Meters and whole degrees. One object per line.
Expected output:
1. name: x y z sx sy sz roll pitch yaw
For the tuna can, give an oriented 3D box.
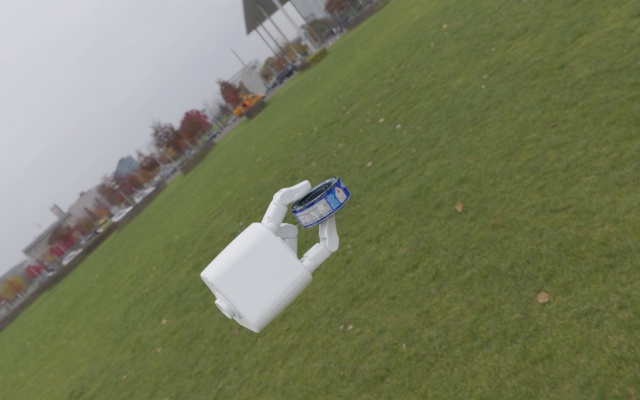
1. tuna can: 0.000 0.002 0.692 0.086 0.034 0.086 -33 12 8
